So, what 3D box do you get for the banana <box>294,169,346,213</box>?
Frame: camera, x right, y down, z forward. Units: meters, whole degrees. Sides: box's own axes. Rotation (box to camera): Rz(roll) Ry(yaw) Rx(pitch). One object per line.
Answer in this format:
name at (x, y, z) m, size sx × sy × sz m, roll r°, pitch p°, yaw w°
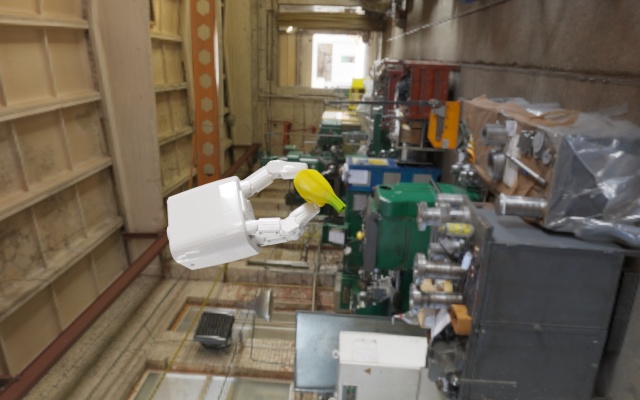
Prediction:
banana at (-0.010, -0.013, 0.670) m, size 0.037 × 0.069 × 0.198 m, roll -34°, pitch 6°, yaw -3°
